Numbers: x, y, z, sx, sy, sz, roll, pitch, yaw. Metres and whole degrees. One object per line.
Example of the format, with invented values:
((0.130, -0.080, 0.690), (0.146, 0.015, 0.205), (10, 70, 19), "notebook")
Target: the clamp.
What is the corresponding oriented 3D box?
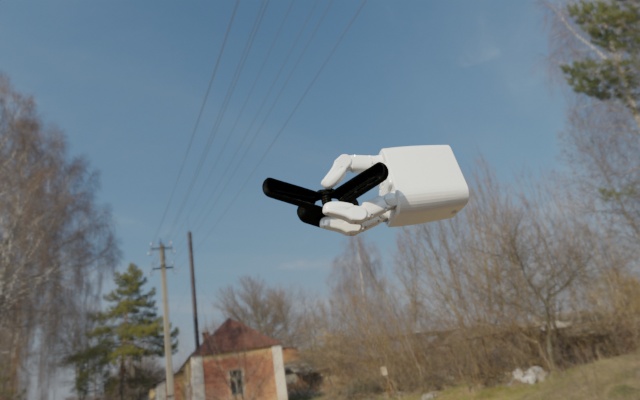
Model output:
((0.000, 0.002, 0.698), (0.164, 0.036, 0.210), (-5, -20, -7), "clamp")
